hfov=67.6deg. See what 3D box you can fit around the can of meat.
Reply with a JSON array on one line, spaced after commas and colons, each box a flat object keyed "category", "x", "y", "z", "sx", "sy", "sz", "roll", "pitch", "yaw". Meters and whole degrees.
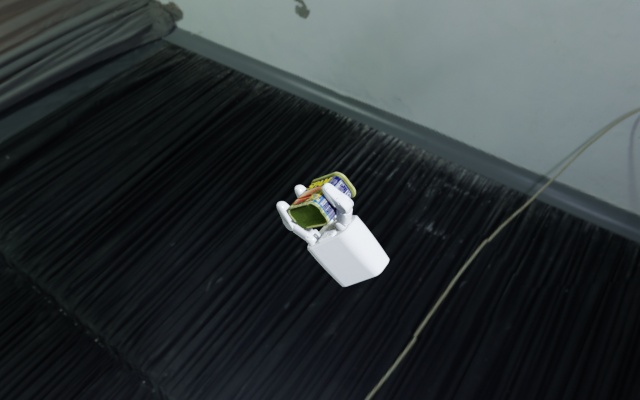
[{"category": "can of meat", "x": 0.000, "y": 0.003, "z": 0.856, "sx": 0.084, "sy": 0.057, "sz": 0.102, "roll": -48, "pitch": 19, "yaw": -31}]
